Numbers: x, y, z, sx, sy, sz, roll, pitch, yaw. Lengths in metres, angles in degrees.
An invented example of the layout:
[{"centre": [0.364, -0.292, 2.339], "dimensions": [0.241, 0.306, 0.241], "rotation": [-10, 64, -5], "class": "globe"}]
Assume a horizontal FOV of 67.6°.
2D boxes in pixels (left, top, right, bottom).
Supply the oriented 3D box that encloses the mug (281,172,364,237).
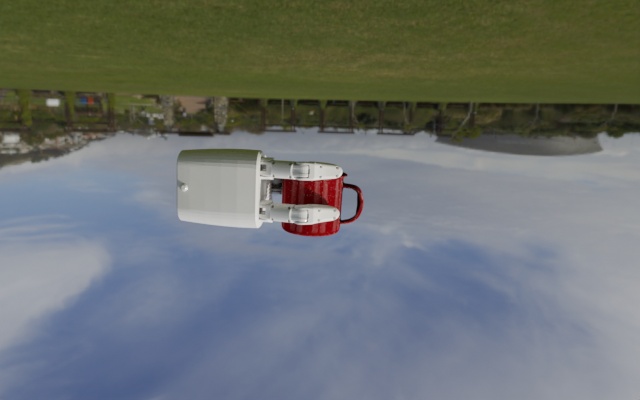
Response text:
[{"centre": [0.002, 0.002, 0.653], "dimensions": [0.117, 0.081, 0.093], "rotation": [4, 10, 6], "class": "mug"}]
